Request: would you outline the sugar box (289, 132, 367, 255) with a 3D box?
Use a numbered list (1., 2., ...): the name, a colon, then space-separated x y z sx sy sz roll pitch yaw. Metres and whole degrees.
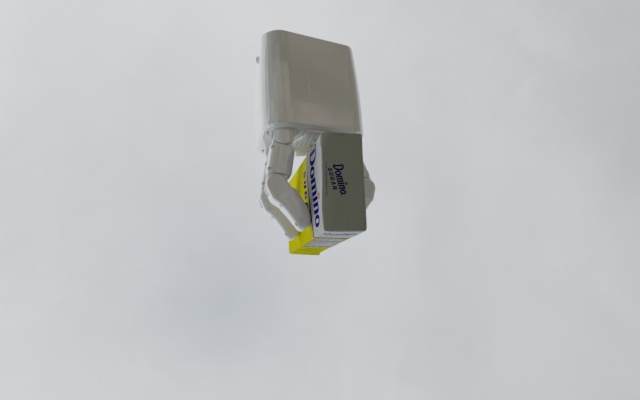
1. sugar box: 0.000 0.002 0.501 0.048 0.093 0.176 1 -14 -11
